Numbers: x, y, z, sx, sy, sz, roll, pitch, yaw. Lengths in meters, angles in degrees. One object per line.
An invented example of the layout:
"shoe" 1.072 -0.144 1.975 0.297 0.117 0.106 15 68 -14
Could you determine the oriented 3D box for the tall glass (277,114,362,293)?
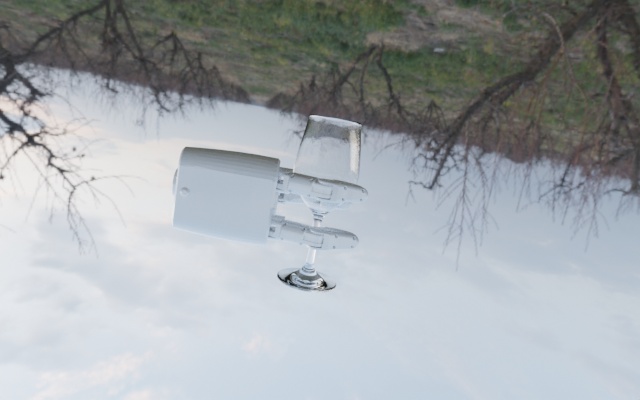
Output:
"tall glass" 0.000 0.003 0.569 0.079 0.201 0.079 10 11 -2
